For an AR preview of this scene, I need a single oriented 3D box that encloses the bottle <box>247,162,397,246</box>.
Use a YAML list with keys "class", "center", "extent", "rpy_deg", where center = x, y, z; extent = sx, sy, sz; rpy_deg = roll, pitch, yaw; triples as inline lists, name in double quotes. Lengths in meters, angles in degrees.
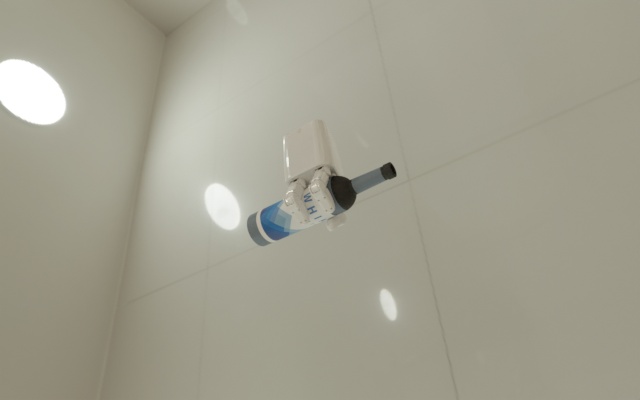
- class: "bottle"
  center: [0.000, 0.003, 0.858]
  extent: [0.296, 0.069, 0.069]
  rpy_deg: [-24, -11, 26]
